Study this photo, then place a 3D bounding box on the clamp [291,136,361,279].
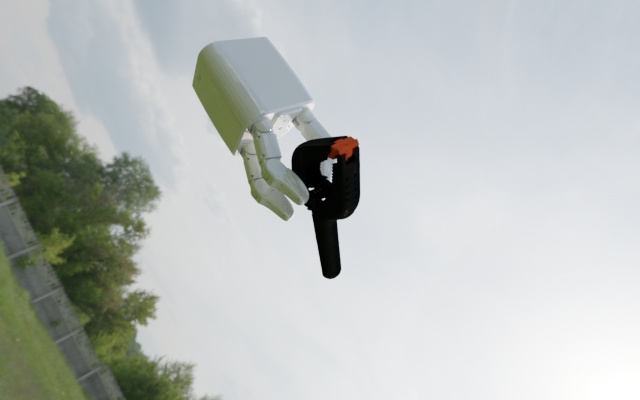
[{"bbox_3d":[0.001,0.001,0.543,0.036,0.164,0.210,-33,-6,-30],"label":"clamp"}]
